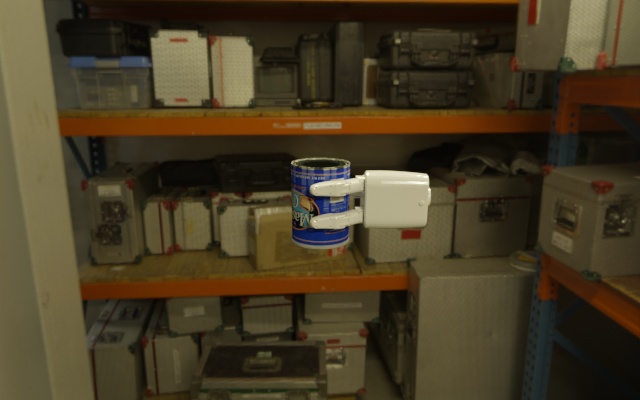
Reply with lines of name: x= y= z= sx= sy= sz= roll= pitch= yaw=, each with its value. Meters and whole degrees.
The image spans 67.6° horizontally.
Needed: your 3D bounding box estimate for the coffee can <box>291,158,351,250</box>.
coffee can: x=0.000 y=0.003 z=0.833 sx=0.103 sy=0.140 sz=0.102 roll=0 pitch=14 yaw=0
